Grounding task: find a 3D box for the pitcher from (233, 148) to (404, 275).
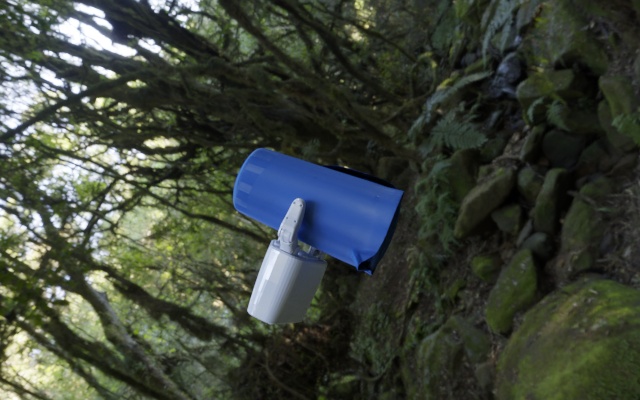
[{"bbox_3d":[0.000,0.003,0.735,0.243,0.145,0.149,22,0,11],"label":"pitcher"}]
